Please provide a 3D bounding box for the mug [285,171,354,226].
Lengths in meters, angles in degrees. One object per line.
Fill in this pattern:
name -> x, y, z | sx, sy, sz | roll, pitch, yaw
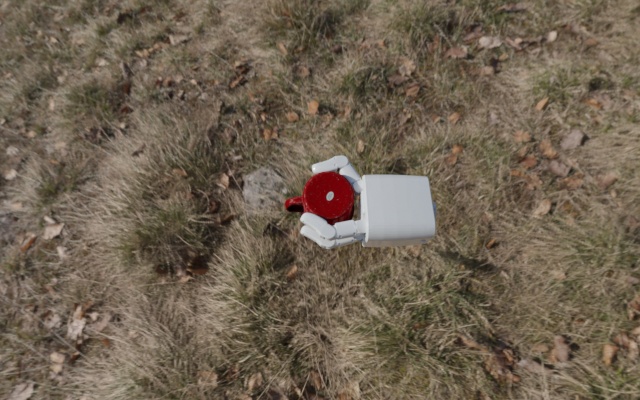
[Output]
mug -> -0.001, 0.002, 0.781 | 0.117, 0.093, 0.081 | -2, -16, -1
